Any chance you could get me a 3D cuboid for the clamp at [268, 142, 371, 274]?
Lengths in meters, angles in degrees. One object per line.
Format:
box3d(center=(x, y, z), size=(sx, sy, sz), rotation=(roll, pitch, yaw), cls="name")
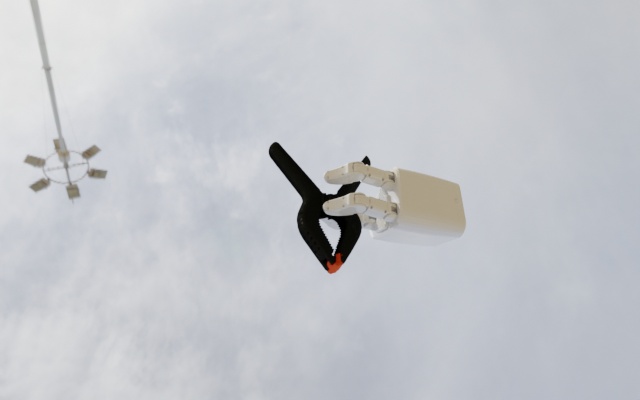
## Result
box3d(center=(0.000, 0.003, 0.686), size=(0.164, 0.209, 0.036), rotation=(12, -37, -15), cls="clamp")
